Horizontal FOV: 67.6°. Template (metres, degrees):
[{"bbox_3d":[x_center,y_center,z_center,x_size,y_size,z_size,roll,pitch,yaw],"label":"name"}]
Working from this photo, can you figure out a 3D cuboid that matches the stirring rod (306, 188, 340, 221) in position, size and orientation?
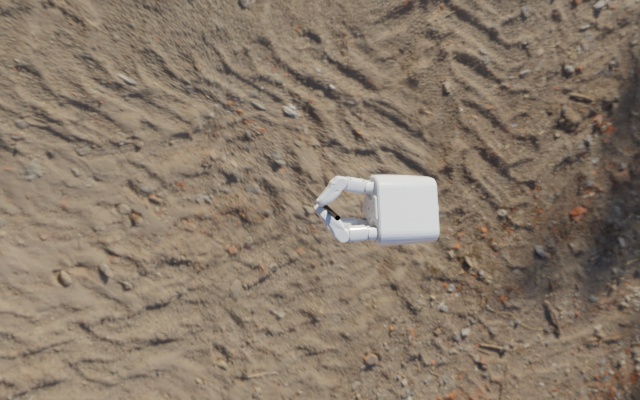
[{"bbox_3d":[0.000,0.003,0.807,0.011,0.011,0.239,0,11,-12],"label":"stirring rod"}]
